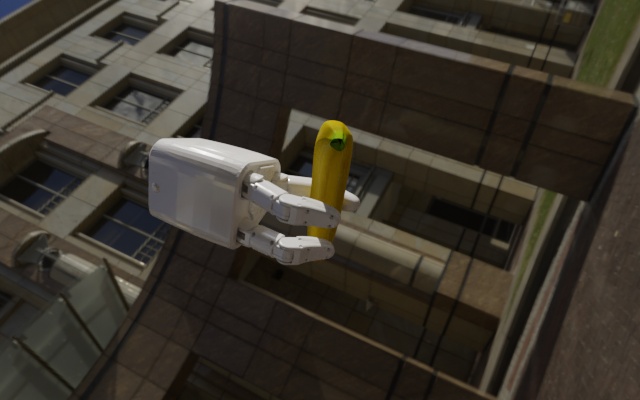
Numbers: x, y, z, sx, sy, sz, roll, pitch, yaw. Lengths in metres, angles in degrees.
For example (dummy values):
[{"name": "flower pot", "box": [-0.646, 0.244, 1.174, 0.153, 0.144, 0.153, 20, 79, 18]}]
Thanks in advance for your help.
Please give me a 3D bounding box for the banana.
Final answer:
[{"name": "banana", "box": [0.006, -0.014, 0.485, 0.037, 0.069, 0.198, 16, -37, 8]}]
